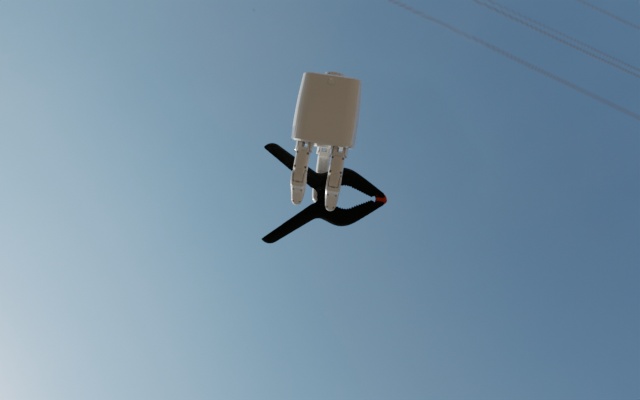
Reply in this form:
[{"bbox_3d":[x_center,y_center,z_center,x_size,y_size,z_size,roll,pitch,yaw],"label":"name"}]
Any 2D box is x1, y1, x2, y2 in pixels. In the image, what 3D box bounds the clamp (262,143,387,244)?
[{"bbox_3d":[0.001,0.002,0.778,0.210,0.164,0.036,10,7,5],"label":"clamp"}]
